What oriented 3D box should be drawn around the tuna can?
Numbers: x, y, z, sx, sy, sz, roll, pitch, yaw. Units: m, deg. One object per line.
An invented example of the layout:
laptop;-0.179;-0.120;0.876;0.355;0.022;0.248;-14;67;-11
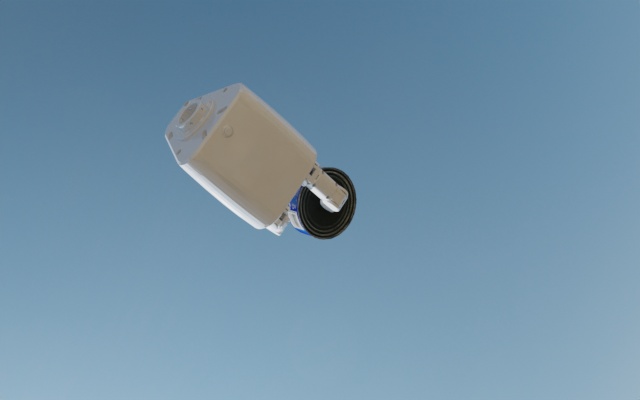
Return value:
tuna can;0.000;0.002;0.572;0.086;0.086;0.033;0;7;-37
